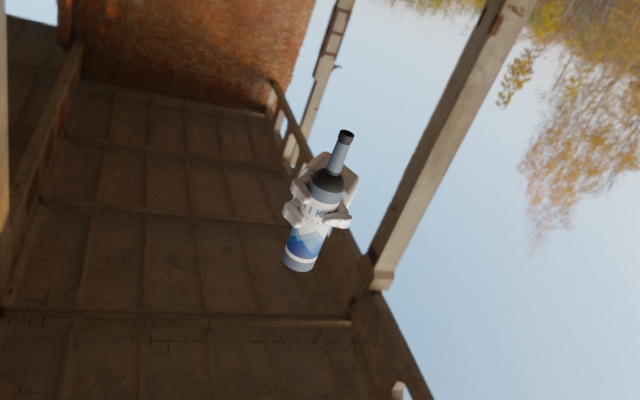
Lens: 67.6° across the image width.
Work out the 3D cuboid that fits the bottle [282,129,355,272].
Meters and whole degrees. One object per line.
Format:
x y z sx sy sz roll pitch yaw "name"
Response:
0.000 0.003 0.893 0.069 0.296 0.069 16 30 -9 "bottle"
